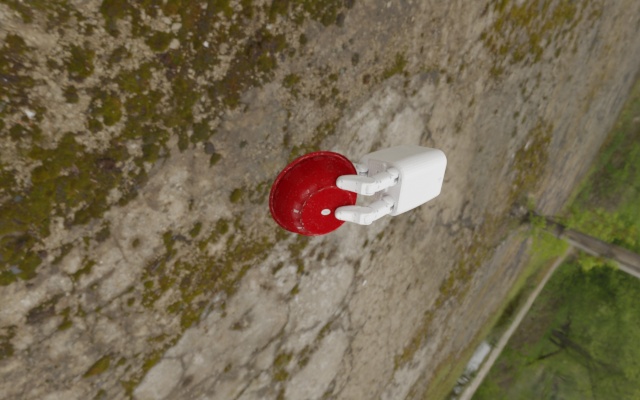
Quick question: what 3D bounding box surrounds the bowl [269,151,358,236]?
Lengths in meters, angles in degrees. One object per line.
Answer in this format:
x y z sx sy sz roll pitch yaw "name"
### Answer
-0.001 0.003 0.778 0.162 0.162 0.055 0 33 -27 "bowl"
